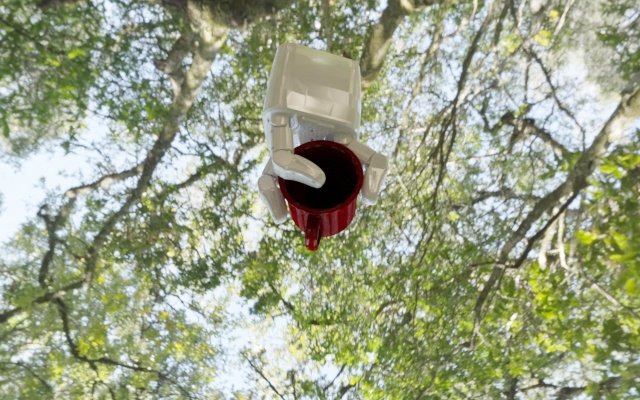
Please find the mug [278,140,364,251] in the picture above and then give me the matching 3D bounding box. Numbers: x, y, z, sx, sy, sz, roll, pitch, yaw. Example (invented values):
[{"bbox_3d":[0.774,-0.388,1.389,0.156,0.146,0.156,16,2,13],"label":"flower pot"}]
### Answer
[{"bbox_3d":[0.000,0.003,0.544,0.093,0.117,0.081,5,-27,5],"label":"mug"}]
